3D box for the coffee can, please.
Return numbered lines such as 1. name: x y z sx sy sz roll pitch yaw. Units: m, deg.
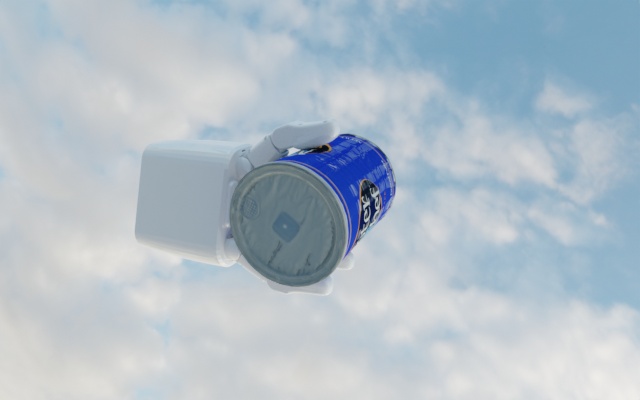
1. coffee can: 0.000 0.001 0.431 0.103 0.103 0.140 0 16 25
